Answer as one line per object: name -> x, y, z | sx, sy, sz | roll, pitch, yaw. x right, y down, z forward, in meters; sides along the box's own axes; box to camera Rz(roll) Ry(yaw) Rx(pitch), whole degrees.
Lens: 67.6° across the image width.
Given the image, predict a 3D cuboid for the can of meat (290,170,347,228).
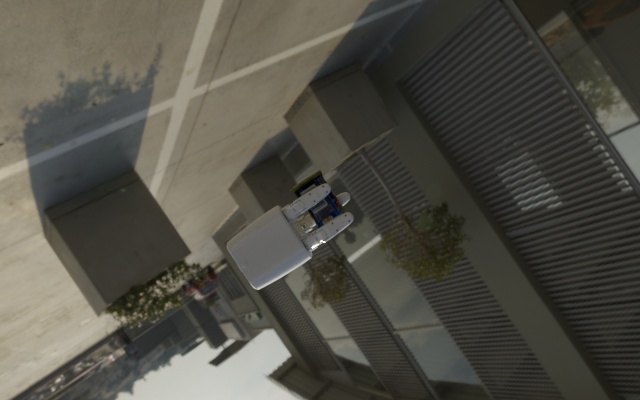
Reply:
can of meat -> 0.000, 0.003, 0.774 | 0.057, 0.084, 0.102 | -34, -1, 1
